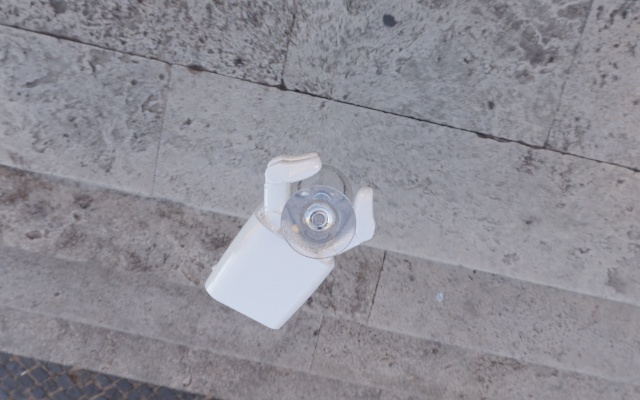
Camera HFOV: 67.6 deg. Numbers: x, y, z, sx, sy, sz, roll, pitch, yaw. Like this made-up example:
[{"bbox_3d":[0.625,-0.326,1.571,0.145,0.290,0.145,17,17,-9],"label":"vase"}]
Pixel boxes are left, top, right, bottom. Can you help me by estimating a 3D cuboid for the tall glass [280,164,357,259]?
[{"bbox_3d":[0.000,0.002,0.558,0.079,0.079,0.201,0,12,2],"label":"tall glass"}]
